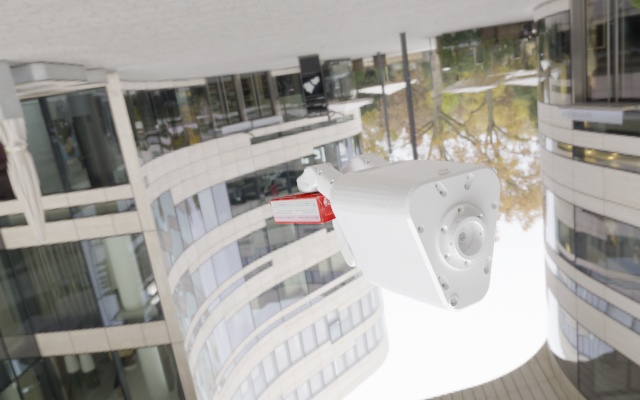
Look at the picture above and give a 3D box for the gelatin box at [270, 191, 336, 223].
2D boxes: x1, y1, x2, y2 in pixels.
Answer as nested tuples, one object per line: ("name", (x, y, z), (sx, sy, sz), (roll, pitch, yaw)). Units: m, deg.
("gelatin box", (0.000, 0.002, 0.519), (0.073, 0.030, 0.089), (-17, 8, -38))
